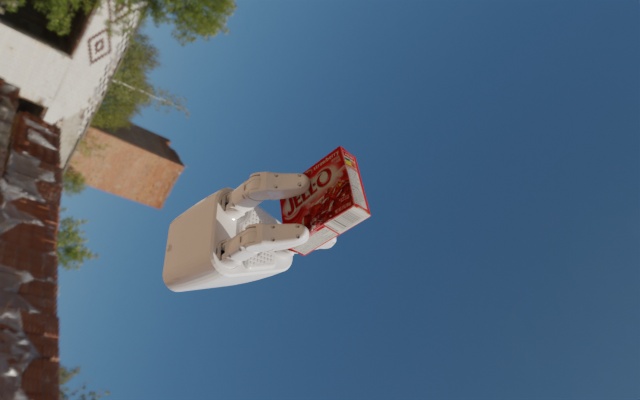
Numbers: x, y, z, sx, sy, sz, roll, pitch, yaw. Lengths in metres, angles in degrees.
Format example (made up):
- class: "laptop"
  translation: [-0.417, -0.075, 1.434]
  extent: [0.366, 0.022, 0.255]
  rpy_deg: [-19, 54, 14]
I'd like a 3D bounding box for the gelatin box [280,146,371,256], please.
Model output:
- class: "gelatin box"
  translation: [0.001, 0.002, 0.466]
  extent: [0.089, 0.073, 0.030]
  rpy_deg: [-33, -42, 28]
